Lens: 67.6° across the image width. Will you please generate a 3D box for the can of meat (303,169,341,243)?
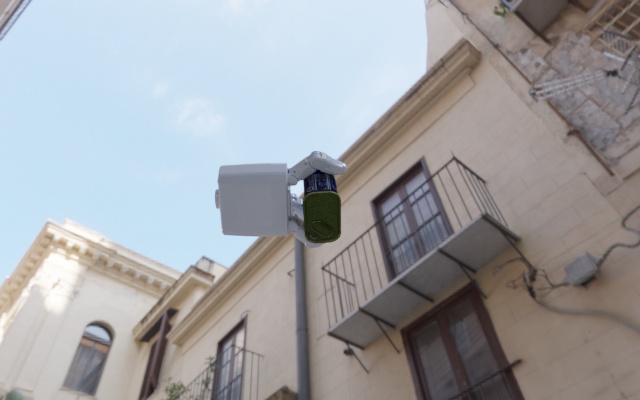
[{"bbox_3d":[0.000,0.002,0.756,0.057,0.102,0.084,-4,39,-2],"label":"can of meat"}]
